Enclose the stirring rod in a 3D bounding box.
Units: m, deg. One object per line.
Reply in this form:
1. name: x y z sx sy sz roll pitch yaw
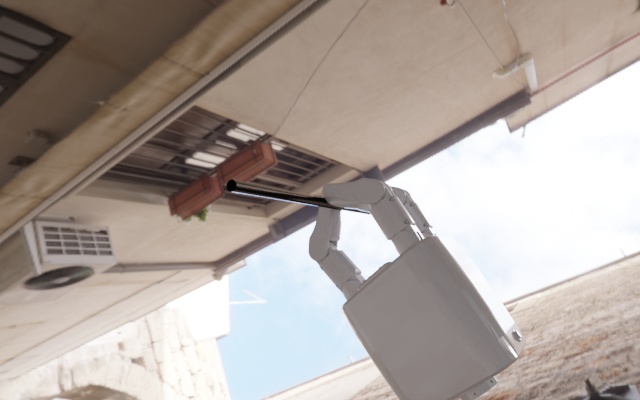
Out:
1. stirring rod: 0.000 0.001 0.405 0.011 0.011 0.239 0 -5 28
